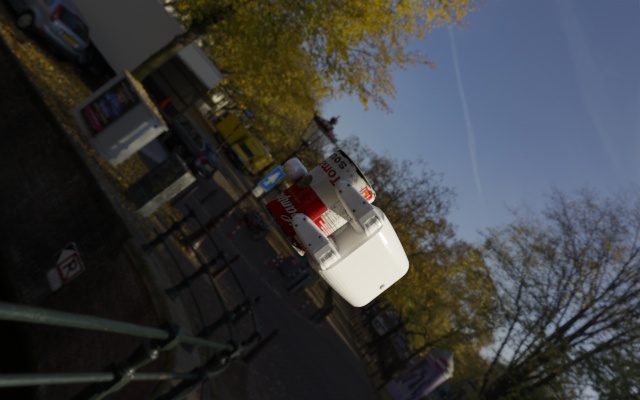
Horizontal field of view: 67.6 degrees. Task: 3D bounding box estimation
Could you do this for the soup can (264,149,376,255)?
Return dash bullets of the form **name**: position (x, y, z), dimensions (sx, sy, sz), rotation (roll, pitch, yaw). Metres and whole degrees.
- **soup can**: position (0.000, 0.001, 0.513), dimensions (0.102, 0.068, 0.068), rotation (-37, 1, -1)
